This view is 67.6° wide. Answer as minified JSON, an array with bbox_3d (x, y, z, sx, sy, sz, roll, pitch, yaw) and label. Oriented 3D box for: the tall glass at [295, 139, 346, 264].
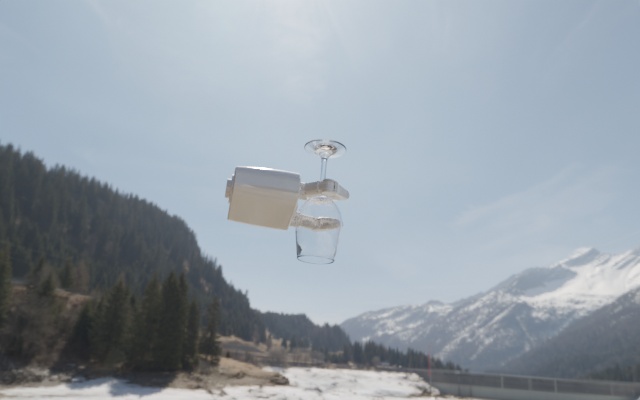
[{"bbox_3d":[0.000,0.002,0.804,0.079,0.201,0.079,4,-19,1],"label":"tall glass"}]
